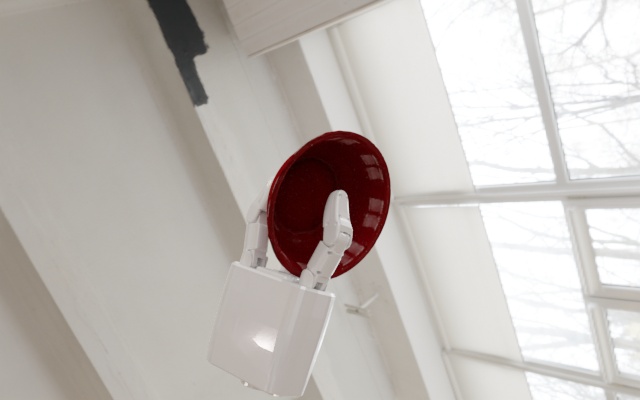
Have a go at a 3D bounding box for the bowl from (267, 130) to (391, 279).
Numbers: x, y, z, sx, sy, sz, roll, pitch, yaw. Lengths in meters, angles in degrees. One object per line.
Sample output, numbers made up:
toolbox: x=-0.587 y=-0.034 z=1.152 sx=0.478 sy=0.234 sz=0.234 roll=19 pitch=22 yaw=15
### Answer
bowl: x=0.001 y=0.000 z=0.515 sx=0.162 sy=0.162 sz=0.055 roll=0 pitch=15 yaw=-38
